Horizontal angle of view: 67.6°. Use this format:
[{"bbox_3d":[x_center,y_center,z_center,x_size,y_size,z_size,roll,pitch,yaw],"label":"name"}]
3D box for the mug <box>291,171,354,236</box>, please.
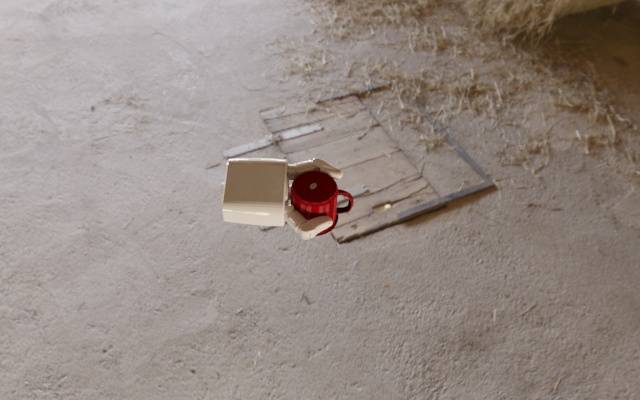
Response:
[{"bbox_3d":[0.002,0.003,0.842,0.117,0.093,0.082,2,-41,-2],"label":"mug"}]
